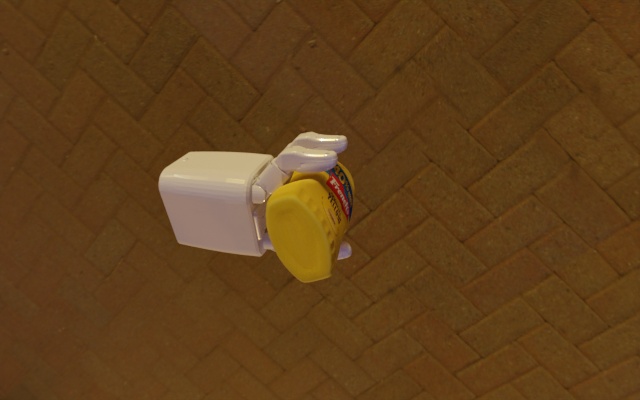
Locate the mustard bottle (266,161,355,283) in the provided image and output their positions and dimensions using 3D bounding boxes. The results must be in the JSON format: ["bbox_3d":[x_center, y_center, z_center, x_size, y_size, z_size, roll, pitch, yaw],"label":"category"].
[{"bbox_3d":[0.000,0.002,0.532,0.058,0.096,0.191,-18,18,20],"label":"mustard bottle"}]
